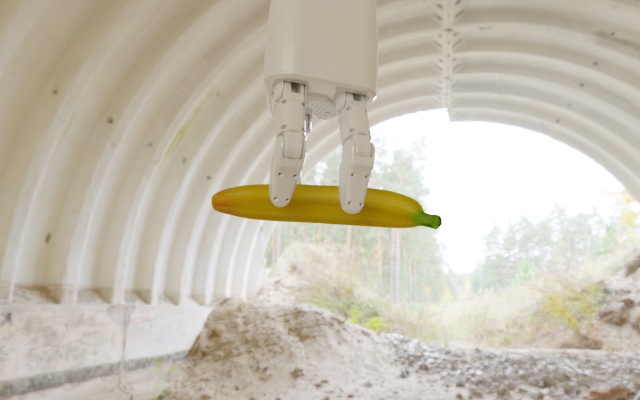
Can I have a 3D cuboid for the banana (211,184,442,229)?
[{"bbox_3d":[0.005,0.003,0.433,0.198,0.037,0.069,3,-4,5],"label":"banana"}]
